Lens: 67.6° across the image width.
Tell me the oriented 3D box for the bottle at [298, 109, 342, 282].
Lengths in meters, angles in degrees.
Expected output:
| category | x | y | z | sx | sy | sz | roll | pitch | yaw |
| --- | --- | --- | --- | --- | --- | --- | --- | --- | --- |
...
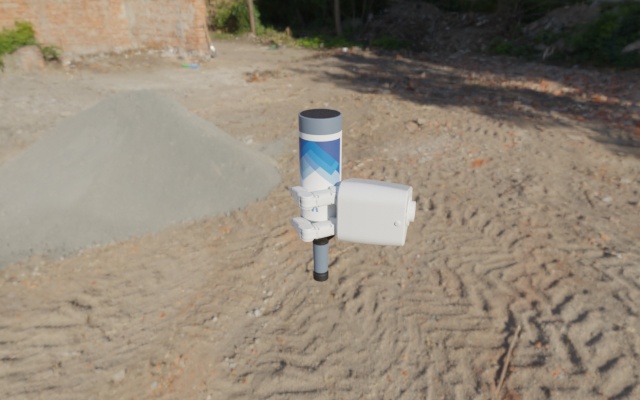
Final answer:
| category | x | y | z | sx | sy | sz | roll | pitch | yaw |
| --- | --- | --- | --- | --- | --- | --- | --- | --- | --- |
| bottle | 0.000 | 0.002 | 0.783 | 0.069 | 0.296 | 0.069 | 0 | 24 | 0 |
